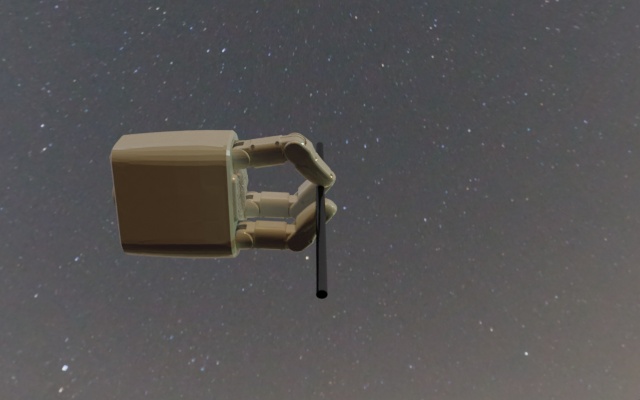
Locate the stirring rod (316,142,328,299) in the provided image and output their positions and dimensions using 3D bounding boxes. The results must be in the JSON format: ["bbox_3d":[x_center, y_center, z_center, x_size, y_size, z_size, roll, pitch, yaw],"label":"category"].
[{"bbox_3d":[0.000,0.001,0.426,0.011,0.011,0.239,0,31,0],"label":"stirring rod"}]
